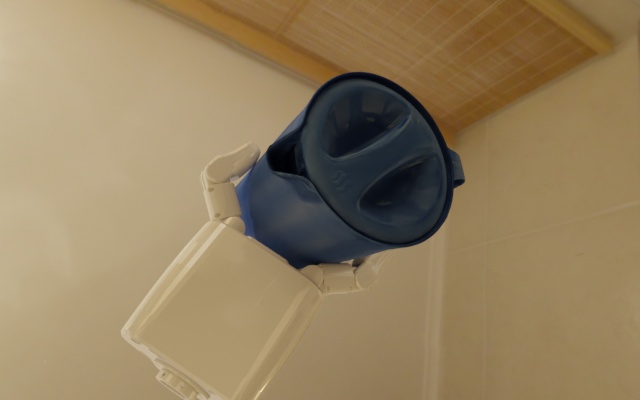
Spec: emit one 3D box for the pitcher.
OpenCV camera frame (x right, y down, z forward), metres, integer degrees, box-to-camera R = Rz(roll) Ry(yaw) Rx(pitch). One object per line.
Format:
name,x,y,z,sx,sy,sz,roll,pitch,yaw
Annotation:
pitcher,0.000,0.002,0.439,0.149,0.145,0.243,42,-32,-11
